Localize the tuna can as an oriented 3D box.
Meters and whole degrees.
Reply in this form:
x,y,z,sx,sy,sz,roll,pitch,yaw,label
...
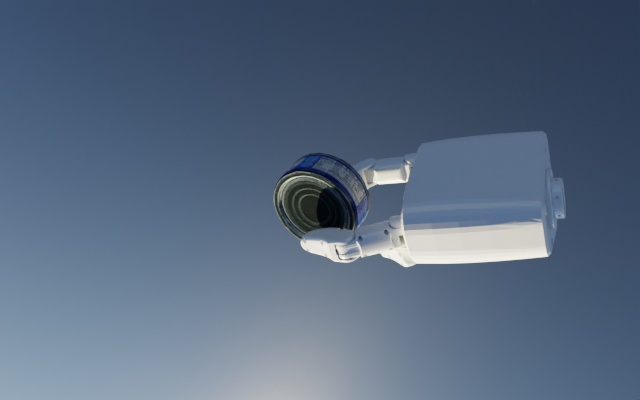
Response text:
x,y,z,sx,sy,sz,roll,pitch,yaw,label
0.000,0.002,0.442,0.086,0.086,0.033,0,31,31,tuna can
